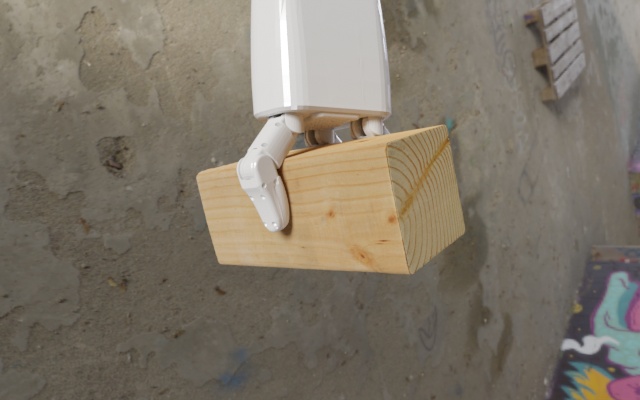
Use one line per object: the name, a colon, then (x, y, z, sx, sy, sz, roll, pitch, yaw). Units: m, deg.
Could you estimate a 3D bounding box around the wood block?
wood block: (0.000, 0.001, 0.403, 0.206, 0.090, 0.091, -4, 12, 41)
